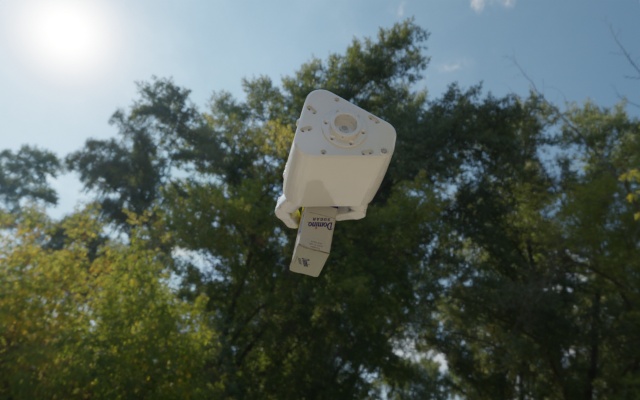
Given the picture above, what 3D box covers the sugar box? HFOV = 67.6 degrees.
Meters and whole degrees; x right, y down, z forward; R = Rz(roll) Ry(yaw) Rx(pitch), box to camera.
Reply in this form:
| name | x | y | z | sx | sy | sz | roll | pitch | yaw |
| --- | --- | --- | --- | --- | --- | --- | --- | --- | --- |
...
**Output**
| name | x | y | z | sx | sy | sz | roll | pitch | yaw |
| --- | --- | --- | --- | --- | --- | --- | --- | --- | --- |
| sugar box | 0.000 | 0.002 | 0.632 | 0.048 | 0.176 | 0.093 | 16 | -29 | -2 |
